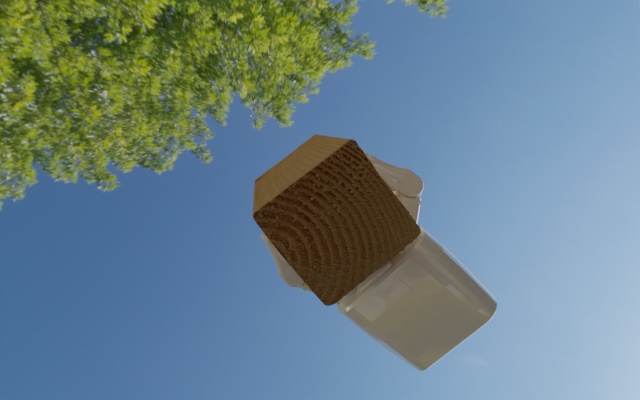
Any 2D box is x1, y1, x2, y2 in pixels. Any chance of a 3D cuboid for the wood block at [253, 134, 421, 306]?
[{"bbox_3d":[0.000,0.002,0.434,0.091,0.090,0.206,-38,11,-1],"label":"wood block"}]
